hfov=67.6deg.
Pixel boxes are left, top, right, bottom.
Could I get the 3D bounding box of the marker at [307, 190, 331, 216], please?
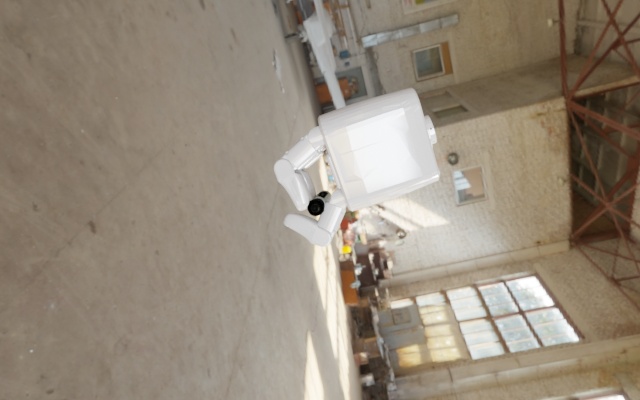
[{"bbox_3d":[0.000,0.002,0.567,0.020,0.020,0.121,0,6,5],"label":"marker"}]
